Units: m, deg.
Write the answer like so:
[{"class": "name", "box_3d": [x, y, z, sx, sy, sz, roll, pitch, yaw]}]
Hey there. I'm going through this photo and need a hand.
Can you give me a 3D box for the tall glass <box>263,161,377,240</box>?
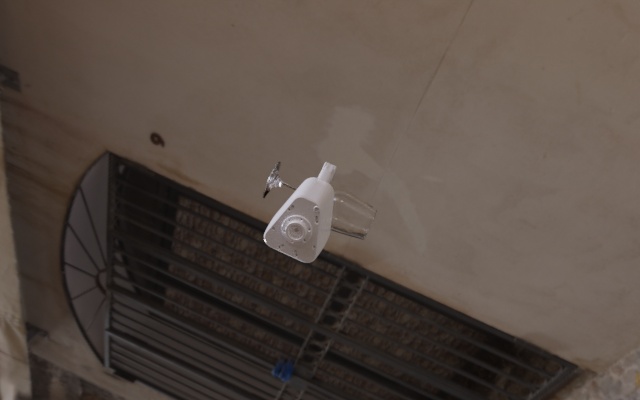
[{"class": "tall glass", "box_3d": [0.000, 0.002, 0.876, 0.201, 0.079, 0.079, 24, 1, 2]}]
